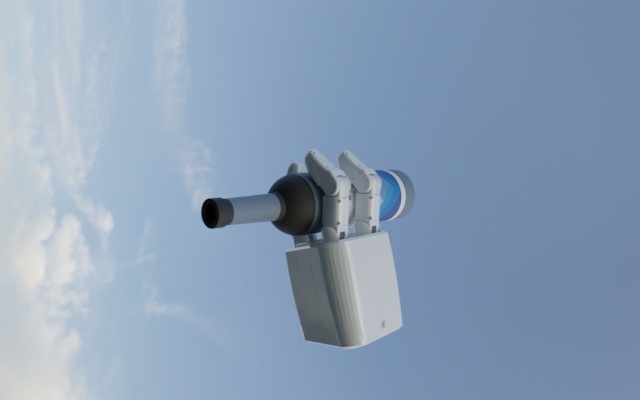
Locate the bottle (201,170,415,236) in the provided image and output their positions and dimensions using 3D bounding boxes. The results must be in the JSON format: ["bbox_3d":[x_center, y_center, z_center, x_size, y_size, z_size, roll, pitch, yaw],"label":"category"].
[{"bbox_3d":[0.000,0.002,0.530,0.069,0.069,0.295,0,4,42],"label":"bottle"}]
